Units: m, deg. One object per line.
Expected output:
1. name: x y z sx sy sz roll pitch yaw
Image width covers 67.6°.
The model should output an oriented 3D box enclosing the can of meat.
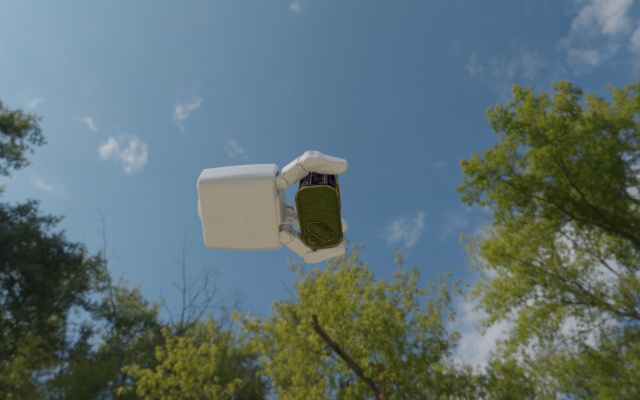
1. can of meat: 0.000 0.002 0.670 0.057 0.102 0.084 -5 33 5
